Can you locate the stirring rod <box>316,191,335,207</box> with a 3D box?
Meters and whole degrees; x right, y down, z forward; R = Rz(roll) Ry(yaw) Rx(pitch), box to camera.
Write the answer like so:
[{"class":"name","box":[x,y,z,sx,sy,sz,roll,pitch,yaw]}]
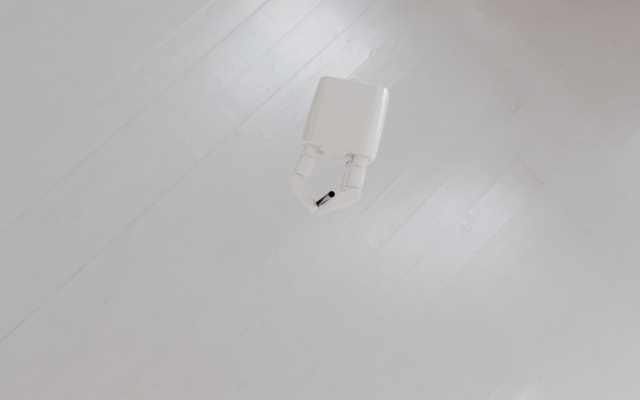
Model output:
[{"class":"stirring rod","box":[0.000,0.002,0.668,0.011,0.011,0.239,0,-5,-6]}]
